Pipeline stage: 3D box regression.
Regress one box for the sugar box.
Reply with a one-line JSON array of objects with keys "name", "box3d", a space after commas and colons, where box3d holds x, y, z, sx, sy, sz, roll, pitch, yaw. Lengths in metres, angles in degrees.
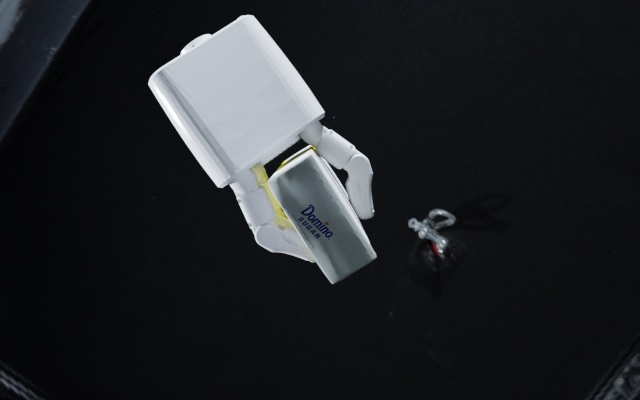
[{"name": "sugar box", "box3d": [0.000, 0.002, 0.427, 0.048, 0.093, 0.176, -32, 7, 7]}]
